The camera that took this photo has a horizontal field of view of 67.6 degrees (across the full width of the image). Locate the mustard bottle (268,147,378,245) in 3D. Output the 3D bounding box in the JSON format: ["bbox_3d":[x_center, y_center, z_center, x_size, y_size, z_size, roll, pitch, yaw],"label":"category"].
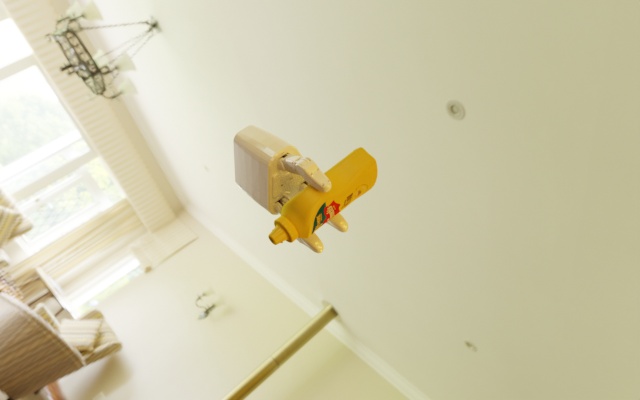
[{"bbox_3d":[0.001,0.002,0.712,0.191,0.058,0.096,-37,-18,-23],"label":"mustard bottle"}]
